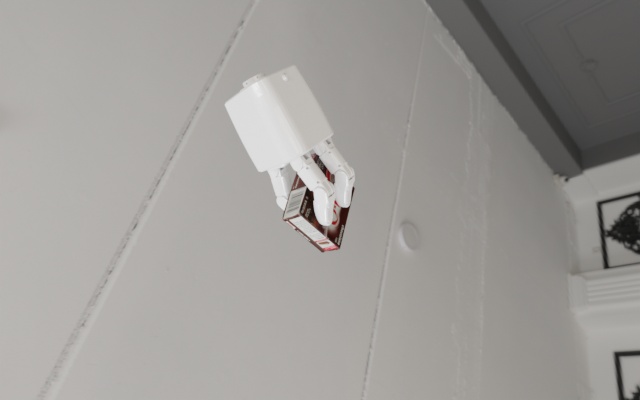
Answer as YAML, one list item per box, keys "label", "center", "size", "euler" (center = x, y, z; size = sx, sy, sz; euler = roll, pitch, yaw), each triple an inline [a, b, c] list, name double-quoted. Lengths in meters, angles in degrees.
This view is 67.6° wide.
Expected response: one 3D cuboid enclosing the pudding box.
- label: "pudding box"
  center: [0.000, 0.002, 0.670]
  size: [0.039, 0.113, 0.090]
  euler: [-16, -45, 40]
